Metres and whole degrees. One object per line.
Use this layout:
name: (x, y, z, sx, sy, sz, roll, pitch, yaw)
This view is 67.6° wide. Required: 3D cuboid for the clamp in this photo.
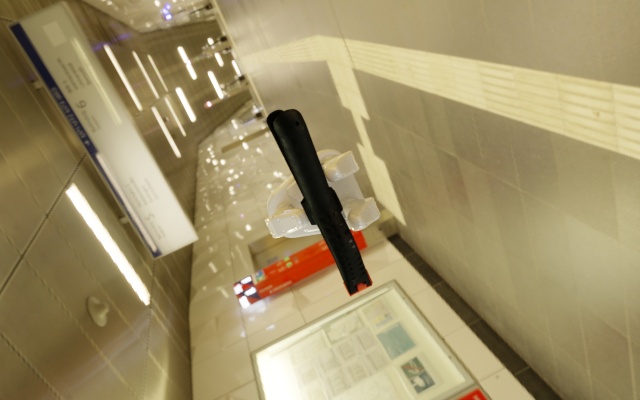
clamp: (0.000, 0.002, 0.465, 0.036, 0.210, 0.164, -26, 6, -2)
